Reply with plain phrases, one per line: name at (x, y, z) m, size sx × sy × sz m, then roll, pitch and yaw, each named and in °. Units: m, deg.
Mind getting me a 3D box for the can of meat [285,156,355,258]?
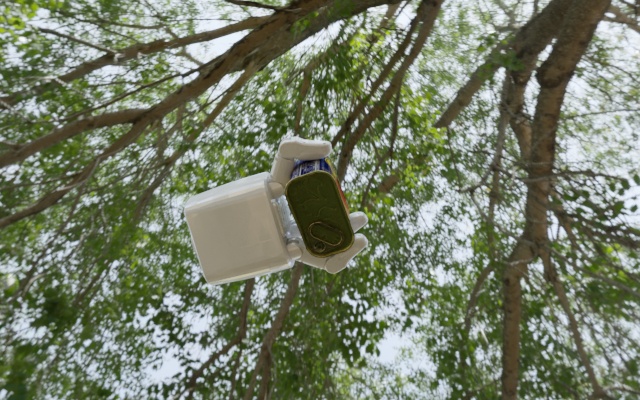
can of meat at (0.000, 0.002, 0.560) m, size 0.057 × 0.102 × 0.084 m, roll -18°, pitch 21°, yaw 7°
